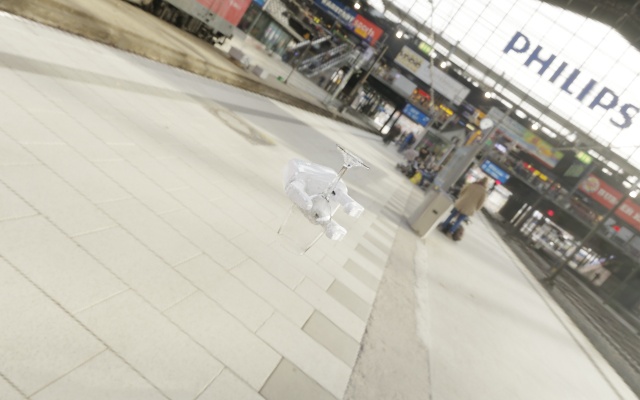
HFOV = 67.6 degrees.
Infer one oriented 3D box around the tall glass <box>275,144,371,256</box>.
[{"bbox_3d":[0.000,0.002,0.849,0.079,0.201,0.079,34,12,-8],"label":"tall glass"}]
